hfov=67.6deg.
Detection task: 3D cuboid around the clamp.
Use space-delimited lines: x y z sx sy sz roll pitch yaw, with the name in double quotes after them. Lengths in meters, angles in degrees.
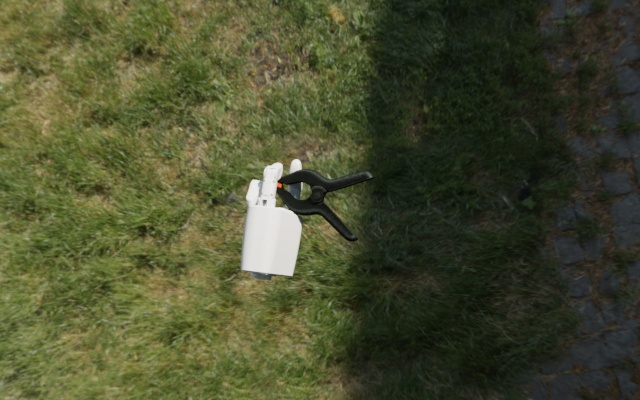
0.000 0.002 0.805 0.171 0.120 0.039 6 -10 8 "clamp"
